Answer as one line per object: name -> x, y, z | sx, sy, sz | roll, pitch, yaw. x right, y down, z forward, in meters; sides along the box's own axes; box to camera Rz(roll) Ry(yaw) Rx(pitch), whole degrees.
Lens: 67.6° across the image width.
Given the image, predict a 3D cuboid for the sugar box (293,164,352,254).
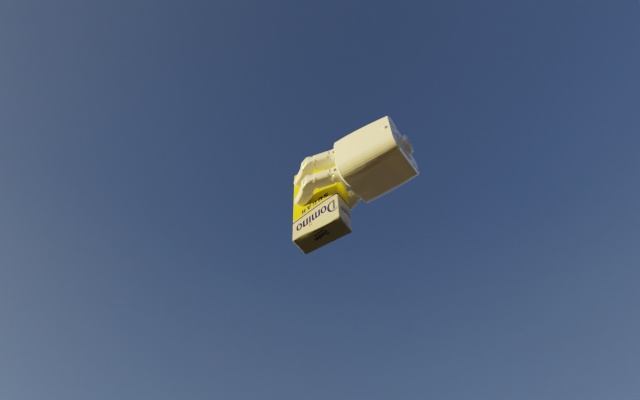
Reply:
sugar box -> 0.000, 0.002, 0.830 | 0.093, 0.048, 0.176 | -28, 33, 19
